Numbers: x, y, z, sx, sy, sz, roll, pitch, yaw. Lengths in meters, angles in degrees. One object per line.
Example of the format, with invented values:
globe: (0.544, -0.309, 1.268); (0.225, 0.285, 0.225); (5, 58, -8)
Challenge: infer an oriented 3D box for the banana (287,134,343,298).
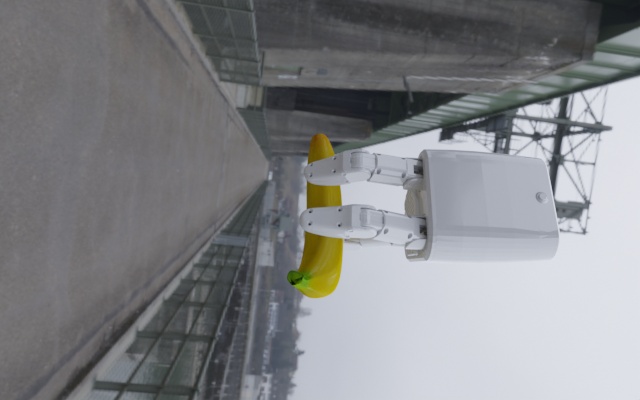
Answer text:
banana: (0.002, 0.018, 0.434); (0.037, 0.070, 0.197); (-2, 40, 6)
